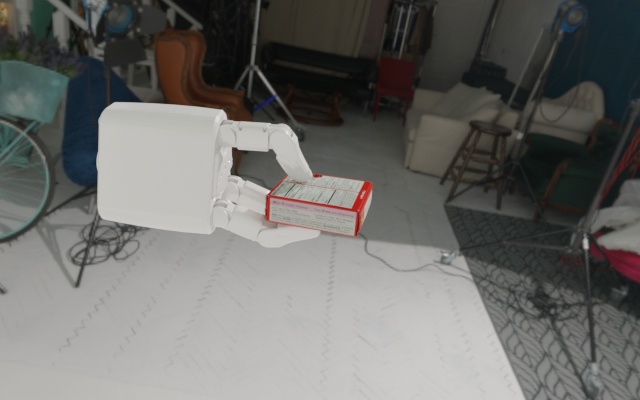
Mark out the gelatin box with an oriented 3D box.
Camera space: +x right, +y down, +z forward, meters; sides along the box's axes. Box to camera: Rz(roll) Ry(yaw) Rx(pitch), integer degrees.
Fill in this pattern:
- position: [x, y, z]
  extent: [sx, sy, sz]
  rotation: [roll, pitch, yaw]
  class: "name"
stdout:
- position: [0.000, 0.001, 0.457]
  extent: [0.089, 0.030, 0.073]
  rotation: [8, 24, 12]
  class: "gelatin box"
